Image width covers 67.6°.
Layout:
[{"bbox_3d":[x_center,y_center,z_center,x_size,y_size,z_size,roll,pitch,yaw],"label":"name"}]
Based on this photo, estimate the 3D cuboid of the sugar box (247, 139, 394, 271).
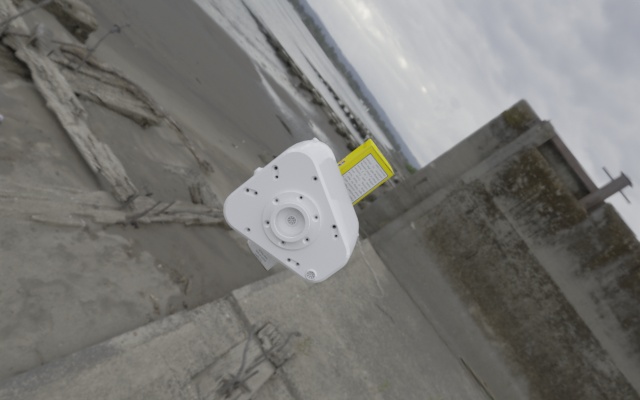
[{"bbox_3d":[0.000,0.001,0.548,0.176,0.048,0.093,-36,6,10],"label":"sugar box"}]
